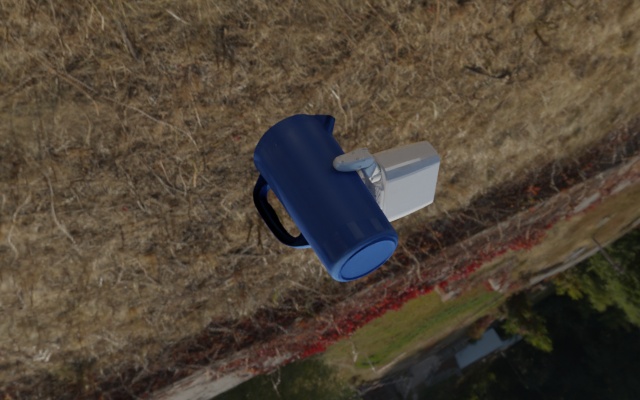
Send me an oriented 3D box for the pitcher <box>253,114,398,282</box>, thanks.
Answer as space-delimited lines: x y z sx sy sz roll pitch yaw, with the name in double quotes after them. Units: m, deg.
0.000 0.002 0.712 0.145 0.242 0.149 -19 -33 -22 "pitcher"
